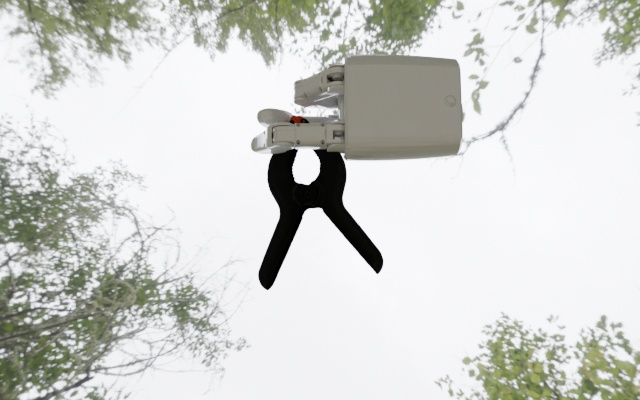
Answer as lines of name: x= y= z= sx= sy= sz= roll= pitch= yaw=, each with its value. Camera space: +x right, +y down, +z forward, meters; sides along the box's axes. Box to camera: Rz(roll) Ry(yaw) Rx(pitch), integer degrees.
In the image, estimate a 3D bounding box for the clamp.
clamp: x=0.000 y=0.001 z=0.468 sx=0.120 sy=0.171 sz=0.039 roll=0 pitch=-6 yaw=1
